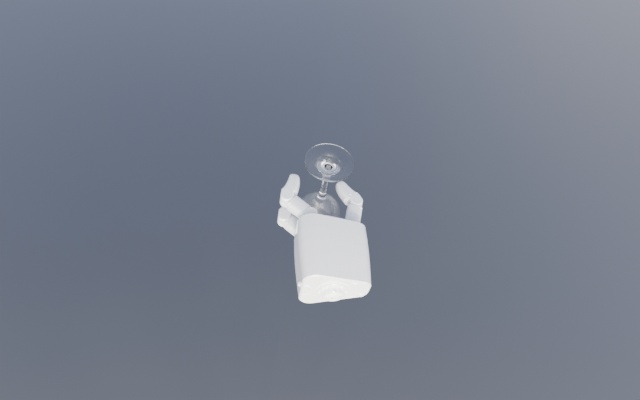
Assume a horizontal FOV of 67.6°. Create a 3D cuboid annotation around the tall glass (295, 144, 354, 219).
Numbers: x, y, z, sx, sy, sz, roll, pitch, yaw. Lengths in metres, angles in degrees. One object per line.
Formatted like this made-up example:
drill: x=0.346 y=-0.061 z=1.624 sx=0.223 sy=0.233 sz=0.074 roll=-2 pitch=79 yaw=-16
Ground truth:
tall glass: x=0.000 y=0.002 z=0.783 sx=0.079 sy=0.079 sz=0.201 roll=0 pitch=-36 yaw=-9
